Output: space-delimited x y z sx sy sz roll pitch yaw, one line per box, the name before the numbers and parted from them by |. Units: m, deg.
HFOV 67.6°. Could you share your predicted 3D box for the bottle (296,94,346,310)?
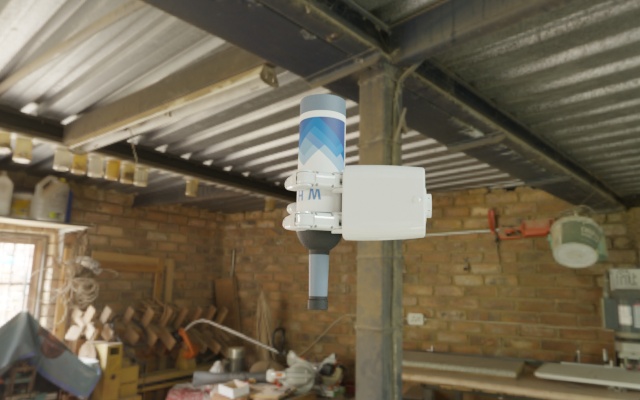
bottle | 0.000 0.002 0.670 0.069 0.295 0.069 1 -10 0
